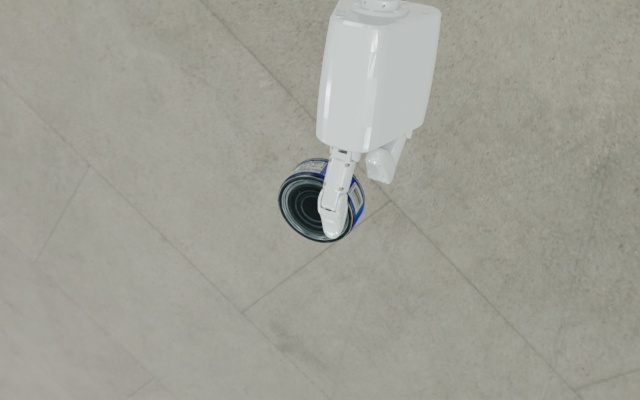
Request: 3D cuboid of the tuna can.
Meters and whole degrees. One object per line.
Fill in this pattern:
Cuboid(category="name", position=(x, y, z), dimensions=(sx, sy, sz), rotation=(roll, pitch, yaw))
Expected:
Cuboid(category="tuna can", position=(0.000, 0.002, 0.490), dimensions=(0.086, 0.086, 0.033), rotation=(0, 33, 28))
